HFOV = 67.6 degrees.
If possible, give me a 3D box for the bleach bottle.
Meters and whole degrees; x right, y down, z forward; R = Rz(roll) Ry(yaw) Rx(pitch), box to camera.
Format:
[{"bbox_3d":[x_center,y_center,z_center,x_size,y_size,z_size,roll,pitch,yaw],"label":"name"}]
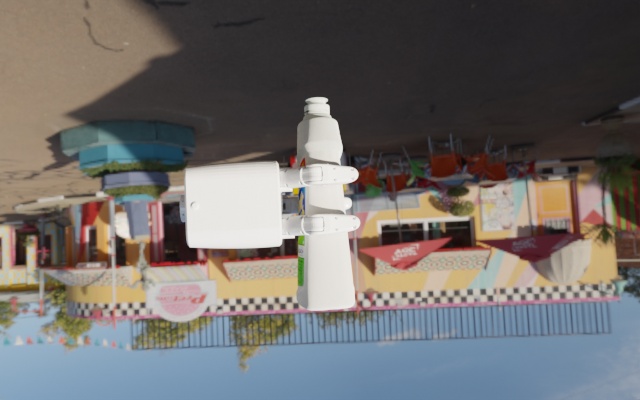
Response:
[{"bbox_3d":[0.000,0.002,0.590,0.068,0.251,0.102,-2,-3,-8],"label":"bleach bottle"}]
